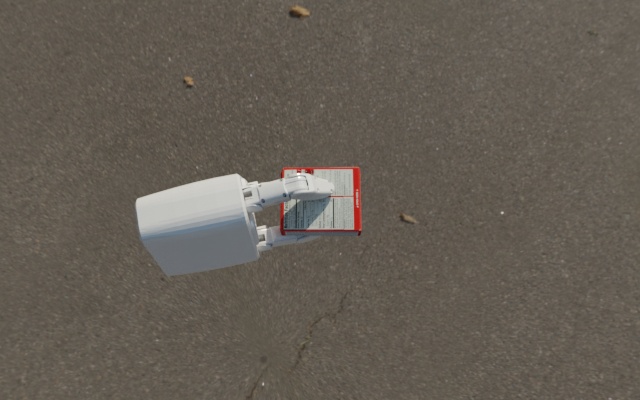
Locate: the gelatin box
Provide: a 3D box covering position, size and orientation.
[{"bbox_3d":[0.000,0.002,0.529,0.089,0.073,0.030,-1,-16,1],"label":"gelatin box"}]
